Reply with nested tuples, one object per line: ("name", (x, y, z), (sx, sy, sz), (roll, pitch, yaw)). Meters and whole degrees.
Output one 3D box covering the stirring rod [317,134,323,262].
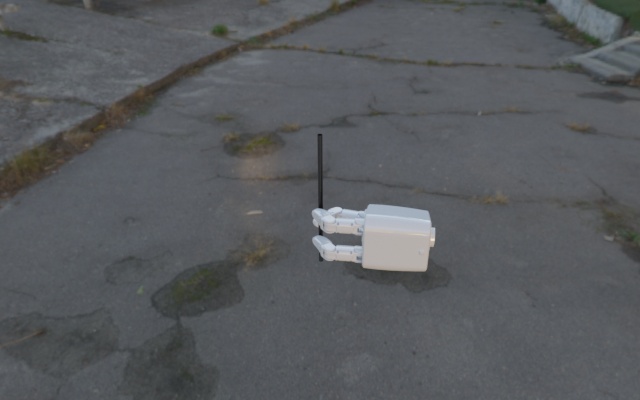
("stirring rod", (0.000, 0.003, 0.805), (0.011, 0.240, 0.011), (0, 29, 0))
